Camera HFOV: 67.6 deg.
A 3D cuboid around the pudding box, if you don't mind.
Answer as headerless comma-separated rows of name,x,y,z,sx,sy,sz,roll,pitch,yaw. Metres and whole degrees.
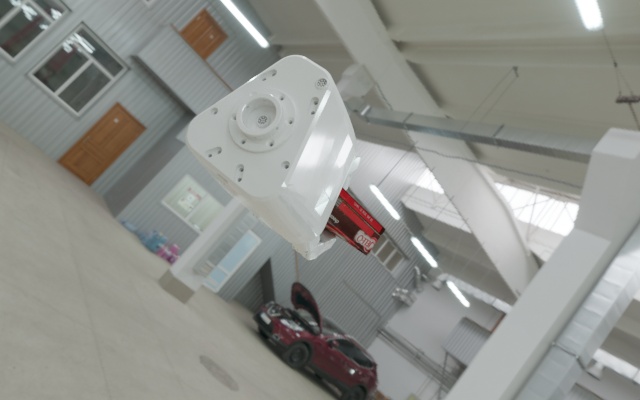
pudding box,0.000,0.001,0.483,0.090,0.039,0.113,43,-6,-41
